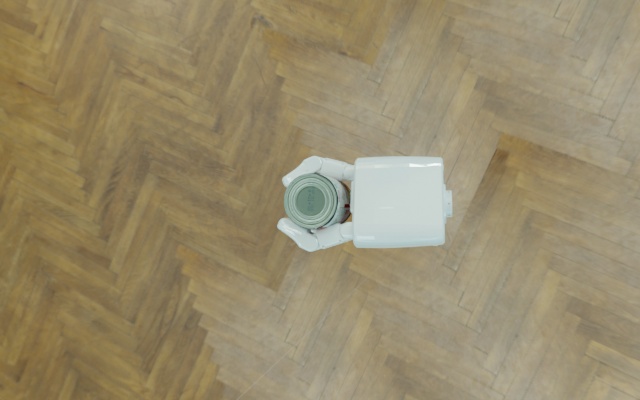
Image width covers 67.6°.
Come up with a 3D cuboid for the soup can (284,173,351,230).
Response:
[{"bbox_3d":[0.000,0.002,0.603,0.068,0.068,0.102,0,-1,14],"label":"soup can"}]
